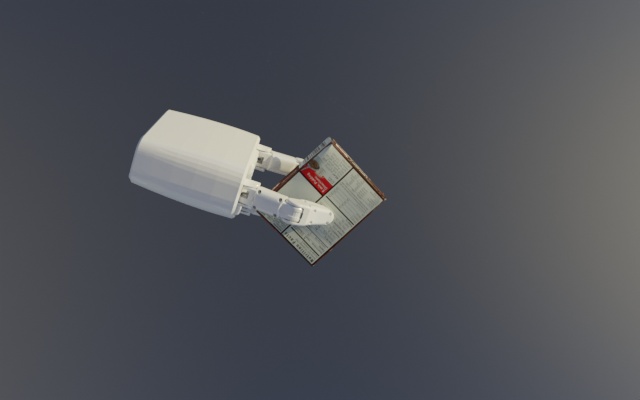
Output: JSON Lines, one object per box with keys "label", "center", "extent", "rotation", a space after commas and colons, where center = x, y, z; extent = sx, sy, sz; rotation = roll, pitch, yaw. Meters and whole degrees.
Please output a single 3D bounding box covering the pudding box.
{"label": "pudding box", "center": [0.000, 0.002, 0.520], "extent": [0.113, 0.090, 0.039], "rotation": [-42, 11, 8]}
